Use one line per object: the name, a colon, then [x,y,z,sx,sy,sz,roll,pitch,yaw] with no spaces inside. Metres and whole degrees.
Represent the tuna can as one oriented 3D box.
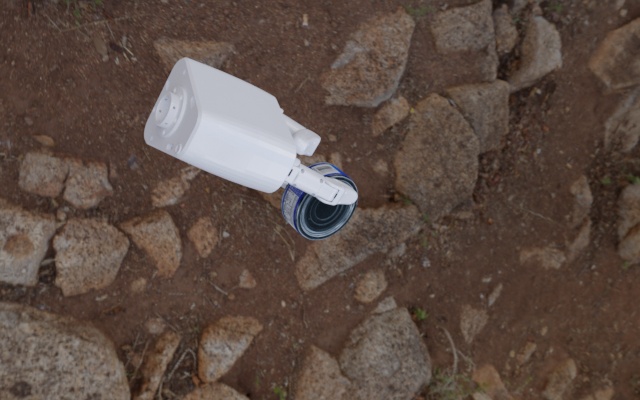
tuna can: [0.000,0.002,0.541,0.086,0.086,0.033,0,29,-38]
